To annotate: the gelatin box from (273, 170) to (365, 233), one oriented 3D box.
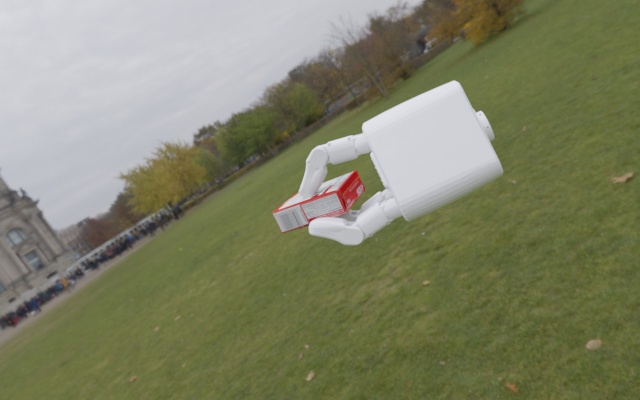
[{"bbox_3d":[0.000,0.001,0.551,0.089,0.030,0.073,-19,12,26],"label":"gelatin box"}]
